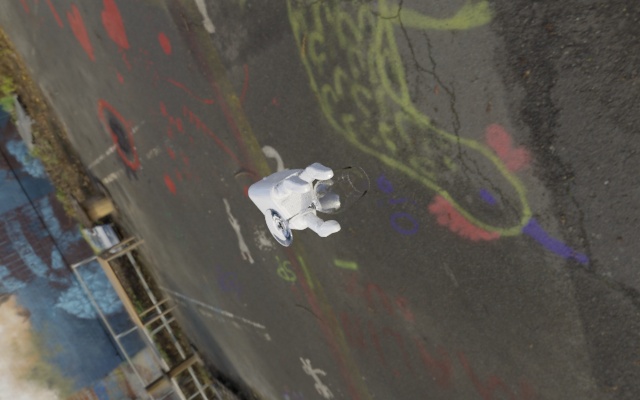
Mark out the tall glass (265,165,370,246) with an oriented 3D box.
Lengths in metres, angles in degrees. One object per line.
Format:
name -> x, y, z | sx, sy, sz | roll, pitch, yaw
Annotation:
tall glass -> 0.000, 0.003, 0.877 | 0.201, 0.079, 0.079 | -31, 16, -30
